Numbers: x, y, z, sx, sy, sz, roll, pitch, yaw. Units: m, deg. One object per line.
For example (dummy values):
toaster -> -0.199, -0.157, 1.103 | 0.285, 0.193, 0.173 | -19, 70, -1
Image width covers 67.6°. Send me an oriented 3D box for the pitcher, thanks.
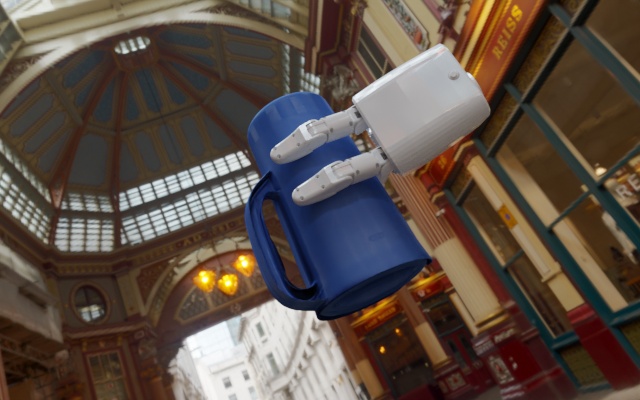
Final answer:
pitcher -> 0.000, 0.002, 0.529 | 0.145, 0.242, 0.149 | -32, -23, 11
